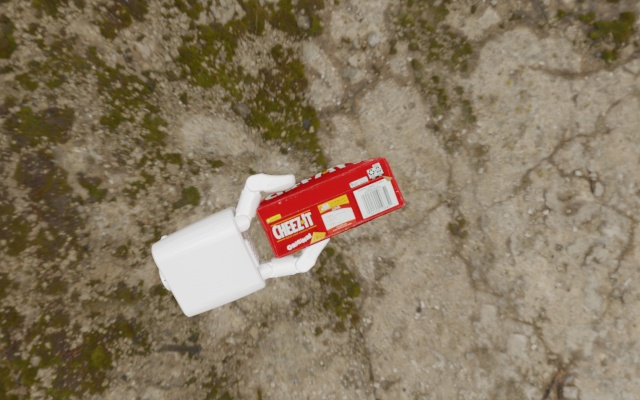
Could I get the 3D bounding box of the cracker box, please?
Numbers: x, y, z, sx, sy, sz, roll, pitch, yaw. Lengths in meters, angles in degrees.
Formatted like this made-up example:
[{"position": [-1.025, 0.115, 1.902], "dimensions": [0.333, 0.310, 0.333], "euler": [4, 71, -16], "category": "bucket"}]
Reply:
[{"position": [0.000, 0.002, 0.644], "dimensions": [0.164, 0.072, 0.213], "euler": [-23, 5, -5], "category": "cracker box"}]
